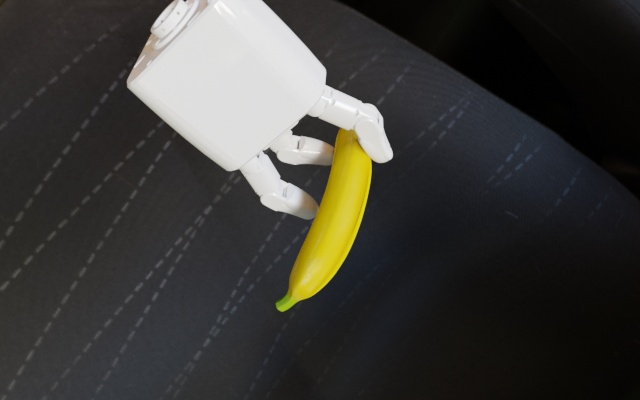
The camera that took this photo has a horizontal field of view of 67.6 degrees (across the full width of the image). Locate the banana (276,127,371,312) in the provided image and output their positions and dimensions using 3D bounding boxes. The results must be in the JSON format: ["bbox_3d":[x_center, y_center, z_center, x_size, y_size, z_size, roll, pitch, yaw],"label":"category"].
[{"bbox_3d":[0.011,0.004,0.424,0.037,0.197,0.069,37,-24,-34],"label":"banana"}]
